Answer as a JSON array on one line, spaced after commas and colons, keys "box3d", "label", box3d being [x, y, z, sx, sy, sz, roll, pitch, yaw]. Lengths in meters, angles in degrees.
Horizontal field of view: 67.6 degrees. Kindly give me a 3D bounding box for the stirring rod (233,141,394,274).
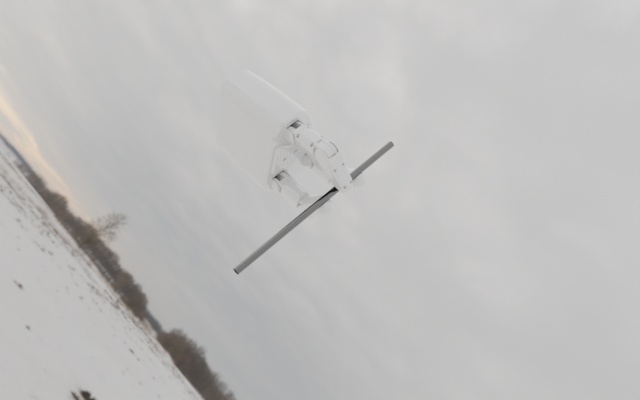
[{"box3d": [0.000, 0.002, 0.528, 0.239, 0.011, 0.011, -39, 18, -23], "label": "stirring rod"}]
